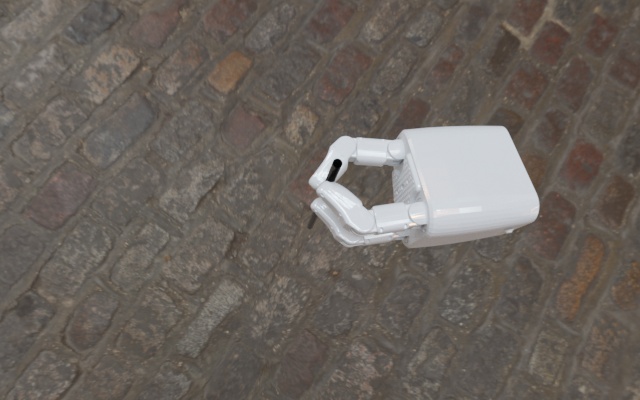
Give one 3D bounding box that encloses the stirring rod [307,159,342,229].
[{"bbox_3d":[0.000,0.002,0.497,0.011,0.011,0.239,0,-15,-7],"label":"stirring rod"}]
